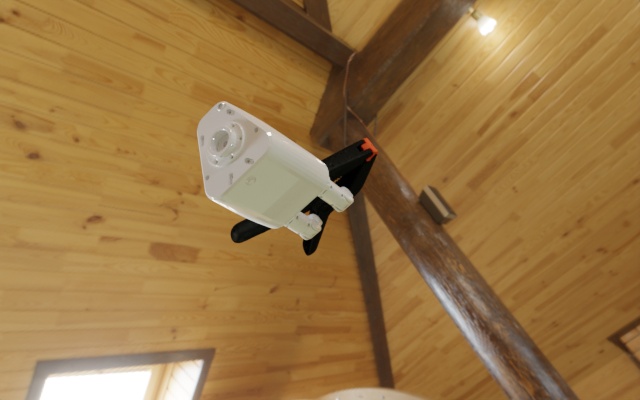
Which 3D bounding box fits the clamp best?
[{"bbox_3d":[0.000,0.001,0.648,0.210,0.036,0.164,-41,-32,14],"label":"clamp"}]
